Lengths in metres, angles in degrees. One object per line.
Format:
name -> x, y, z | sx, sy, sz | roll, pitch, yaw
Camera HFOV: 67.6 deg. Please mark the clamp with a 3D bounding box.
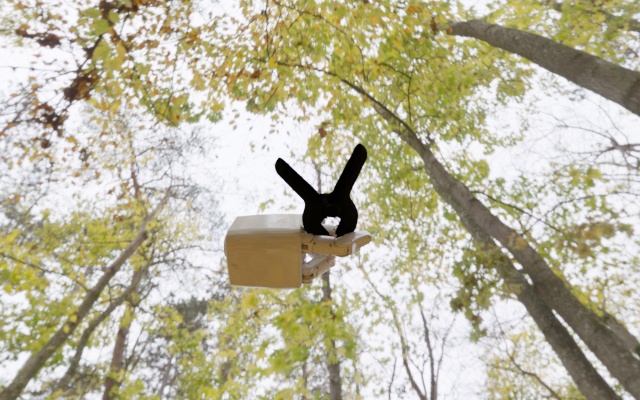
clamp -> 0.000, 0.002, 0.655 | 0.120, 0.172, 0.039 | 1, 31, 0
